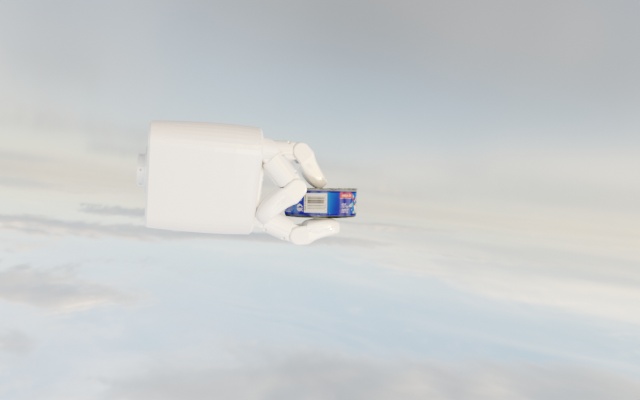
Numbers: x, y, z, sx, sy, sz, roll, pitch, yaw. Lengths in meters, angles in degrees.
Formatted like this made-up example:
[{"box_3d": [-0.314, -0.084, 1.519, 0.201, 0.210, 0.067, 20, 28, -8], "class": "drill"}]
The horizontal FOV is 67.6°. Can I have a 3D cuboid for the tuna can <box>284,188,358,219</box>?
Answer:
[{"box_3d": [0.000, 0.002, 0.556, 0.086, 0.034, 0.086, 1, 2, 0], "class": "tuna can"}]
